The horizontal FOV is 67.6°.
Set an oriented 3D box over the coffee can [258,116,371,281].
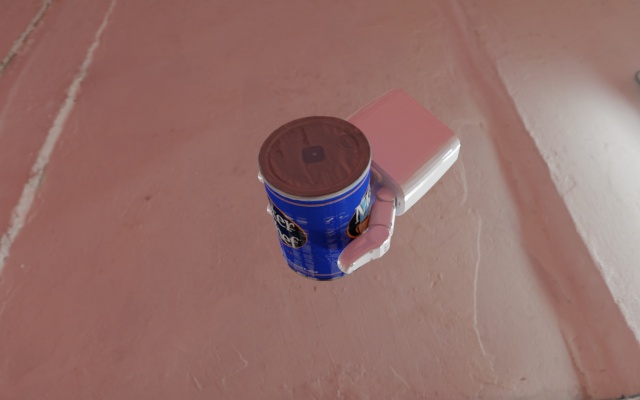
[{"bbox_3d":[0.000,0.002,0.482,0.103,0.102,0.140,0,-40,6],"label":"coffee can"}]
